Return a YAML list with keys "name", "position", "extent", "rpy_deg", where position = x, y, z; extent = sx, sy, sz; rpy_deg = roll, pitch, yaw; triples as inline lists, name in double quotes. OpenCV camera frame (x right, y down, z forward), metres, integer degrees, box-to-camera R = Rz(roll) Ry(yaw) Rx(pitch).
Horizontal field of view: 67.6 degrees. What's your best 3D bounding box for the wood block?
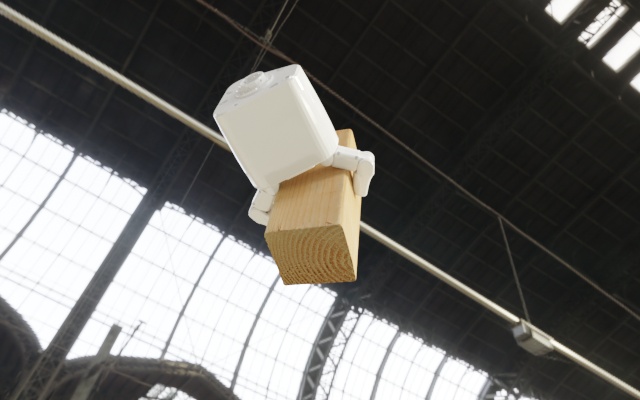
- name: "wood block"
  position: [0.000, 0.002, 0.617]
  extent: [0.091, 0.090, 0.206]
  rpy_deg: [-6, 37, 13]
